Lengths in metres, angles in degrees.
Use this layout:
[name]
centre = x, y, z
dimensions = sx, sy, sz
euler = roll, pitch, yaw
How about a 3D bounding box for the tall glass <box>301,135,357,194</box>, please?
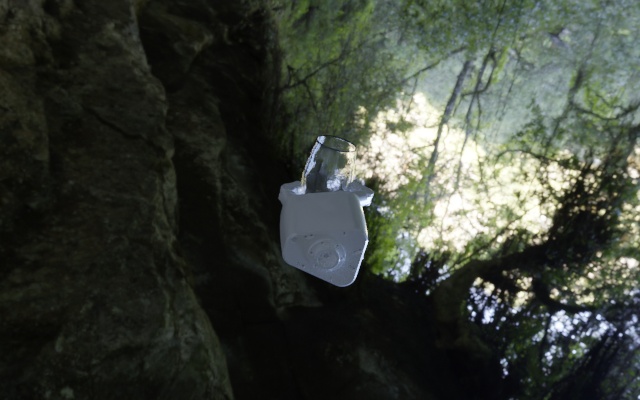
[tall glass]
centre = 0.000, 0.003, 0.744
dimensions = 0.079, 0.201, 0.079
euler = 12, 25, -6
